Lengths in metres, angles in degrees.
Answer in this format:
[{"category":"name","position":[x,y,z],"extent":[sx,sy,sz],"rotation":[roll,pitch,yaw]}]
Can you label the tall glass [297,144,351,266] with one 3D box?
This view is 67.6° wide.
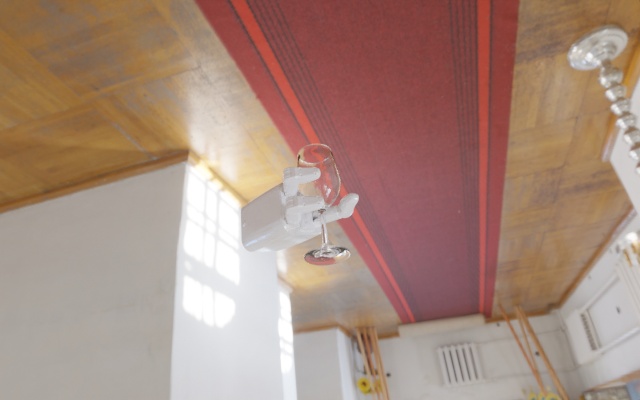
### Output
[{"category":"tall glass","position":[0.000,0.003,0.802],"extent":[0.079,0.201,0.079],"rotation":[-5,-30,-3]}]
